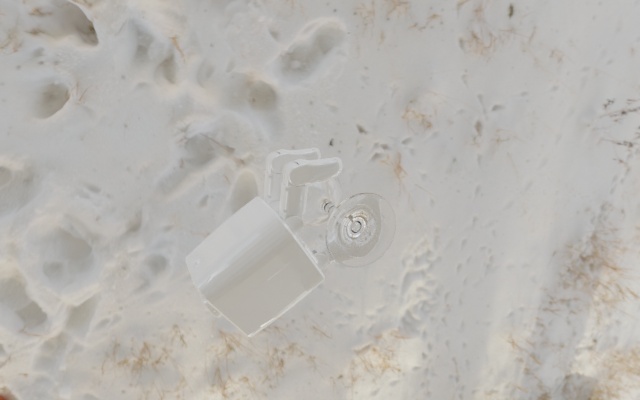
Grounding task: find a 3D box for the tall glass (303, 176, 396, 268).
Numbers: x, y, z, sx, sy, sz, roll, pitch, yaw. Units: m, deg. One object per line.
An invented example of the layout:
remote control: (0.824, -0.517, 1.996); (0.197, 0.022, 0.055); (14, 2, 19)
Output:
tall glass: (0.000, 0.002, 0.532); (0.079, 0.079, 0.201); (0, 16, -24)
